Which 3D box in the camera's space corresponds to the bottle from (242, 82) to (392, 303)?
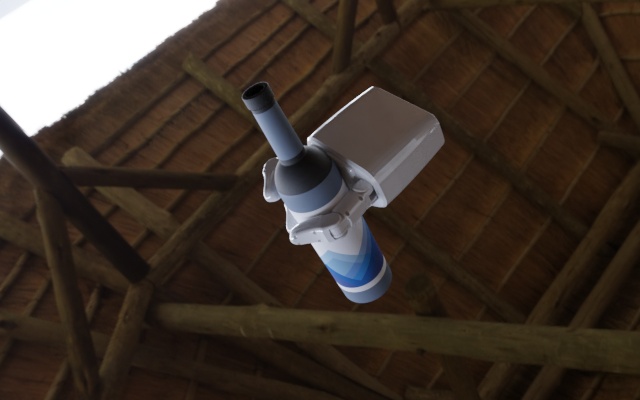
[{"bbox_3d":[0.000,0.002,0.520,0.069,0.069,0.296,0,-43,34],"label":"bottle"}]
